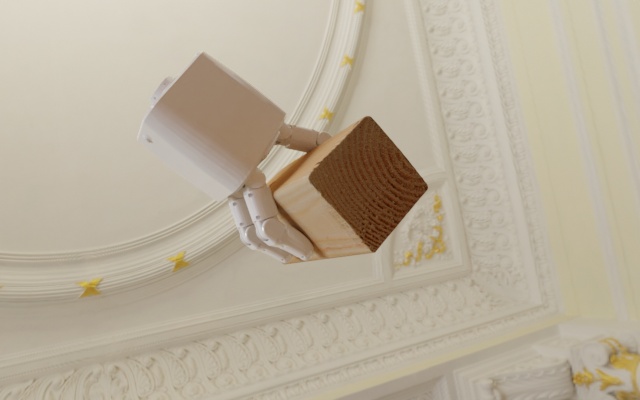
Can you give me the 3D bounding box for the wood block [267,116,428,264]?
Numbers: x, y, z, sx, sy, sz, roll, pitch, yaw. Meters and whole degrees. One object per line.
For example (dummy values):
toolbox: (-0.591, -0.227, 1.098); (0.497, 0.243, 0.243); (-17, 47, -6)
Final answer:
wood block: (0.000, 0.001, 0.499); (0.090, 0.090, 0.206); (-47, 12, -25)
